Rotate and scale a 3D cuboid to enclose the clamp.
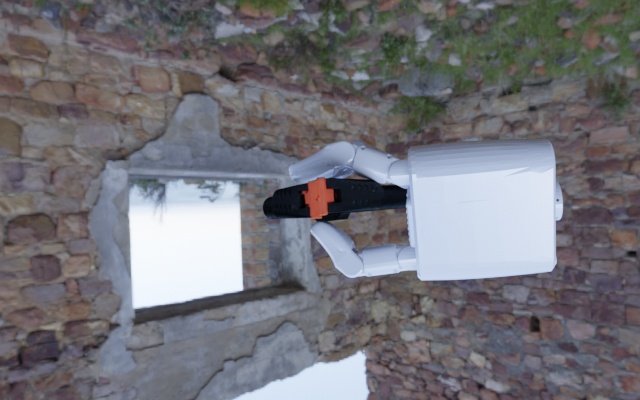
[{"bbox_3d":[0.000,0.002,0.437,0.164,0.036,0.210,-6,-2,13],"label":"clamp"}]
